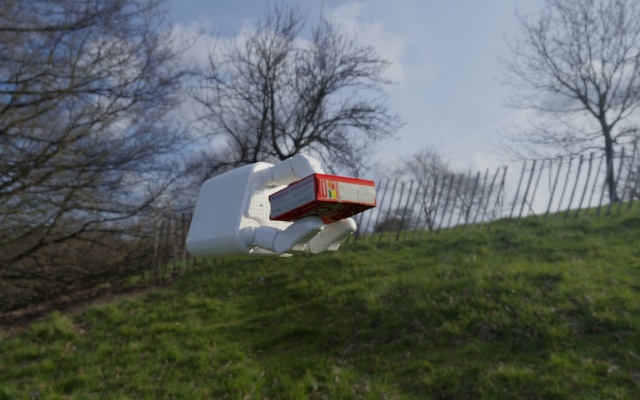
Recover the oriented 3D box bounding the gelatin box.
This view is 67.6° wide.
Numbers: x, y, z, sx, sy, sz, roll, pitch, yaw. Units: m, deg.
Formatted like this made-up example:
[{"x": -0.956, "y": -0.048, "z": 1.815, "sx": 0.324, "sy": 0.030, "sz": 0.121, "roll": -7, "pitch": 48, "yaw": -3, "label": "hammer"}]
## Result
[{"x": 0.000, "y": 0.001, "z": 0.480, "sx": 0.073, "sy": 0.030, "sz": 0.089, "roll": 6, "pitch": -18, "yaw": -35, "label": "gelatin box"}]
